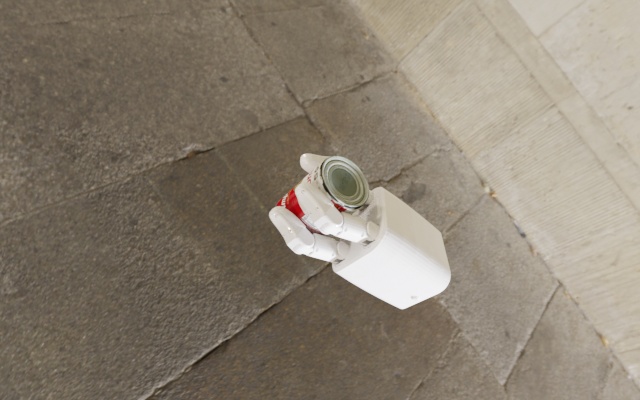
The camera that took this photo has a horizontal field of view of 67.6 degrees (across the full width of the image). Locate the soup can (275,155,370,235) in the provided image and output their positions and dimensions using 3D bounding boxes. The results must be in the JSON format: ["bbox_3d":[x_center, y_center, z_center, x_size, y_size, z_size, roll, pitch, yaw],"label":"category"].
[{"bbox_3d":[0.000,0.001,0.555,0.068,0.068,0.102,0,-27,-39],"label":"soup can"}]
